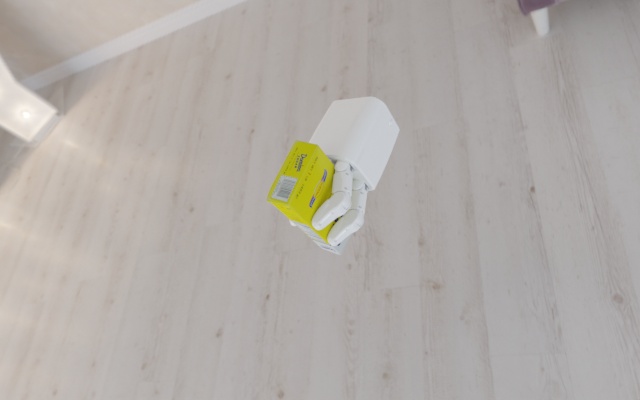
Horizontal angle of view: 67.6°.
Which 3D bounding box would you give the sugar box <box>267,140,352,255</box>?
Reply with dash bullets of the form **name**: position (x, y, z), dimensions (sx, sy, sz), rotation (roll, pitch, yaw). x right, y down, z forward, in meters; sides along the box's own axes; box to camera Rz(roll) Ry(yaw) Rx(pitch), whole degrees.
- **sugar box**: position (0.001, 0.002, 0.678), dimensions (0.048, 0.093, 0.176), rotation (15, -18, 36)
